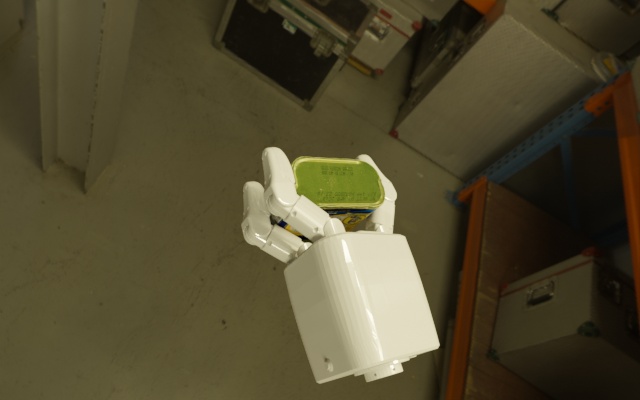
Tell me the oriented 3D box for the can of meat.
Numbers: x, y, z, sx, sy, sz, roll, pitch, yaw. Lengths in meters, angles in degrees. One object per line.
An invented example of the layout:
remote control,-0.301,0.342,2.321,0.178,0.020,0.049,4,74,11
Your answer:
can of meat,0.000,0.001,0.465,0.102,0.057,0.084,0,-26,-29
